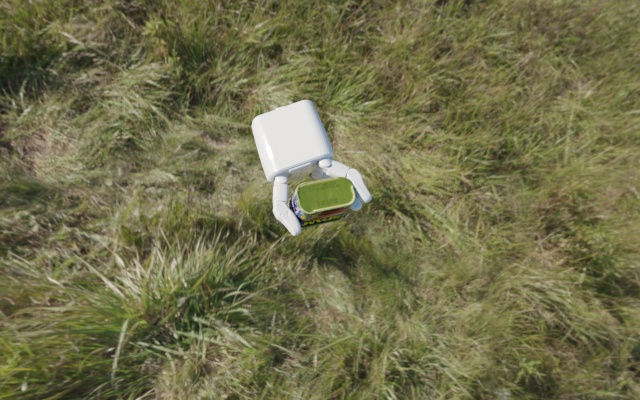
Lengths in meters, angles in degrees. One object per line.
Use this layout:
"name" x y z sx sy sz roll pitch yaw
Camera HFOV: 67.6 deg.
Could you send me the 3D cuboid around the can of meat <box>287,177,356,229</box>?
"can of meat" 0.000 0.003 0.785 0.102 0.057 0.084 -11 -15 -17
